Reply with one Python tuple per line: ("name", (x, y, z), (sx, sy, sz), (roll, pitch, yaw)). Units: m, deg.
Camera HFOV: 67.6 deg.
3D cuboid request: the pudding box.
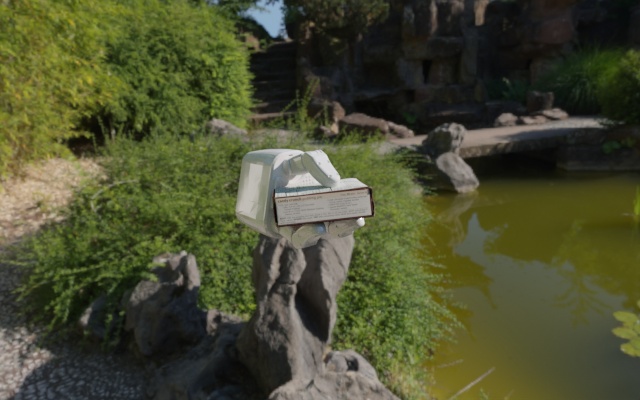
("pudding box", (0.000, 0.002, 0.565), (0.113, 0.039, 0.090), (-8, 10, -4))
